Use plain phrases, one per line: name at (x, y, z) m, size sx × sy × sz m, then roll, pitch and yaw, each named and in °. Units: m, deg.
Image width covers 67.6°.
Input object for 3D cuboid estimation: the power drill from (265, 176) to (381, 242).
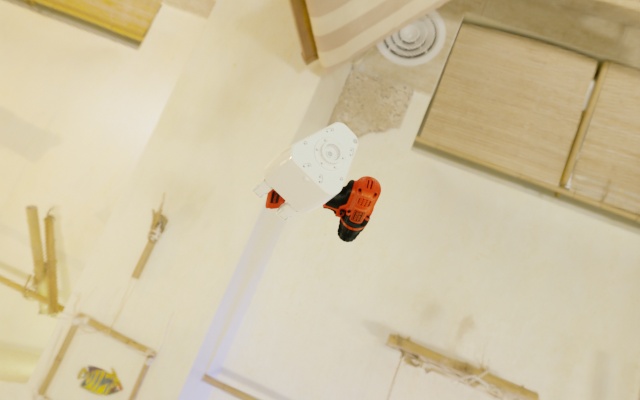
power drill at (0.000, 0.003, 0.848) m, size 0.187 × 0.057 × 0.185 m, roll 15°, pitch -35°, yaw -3°
